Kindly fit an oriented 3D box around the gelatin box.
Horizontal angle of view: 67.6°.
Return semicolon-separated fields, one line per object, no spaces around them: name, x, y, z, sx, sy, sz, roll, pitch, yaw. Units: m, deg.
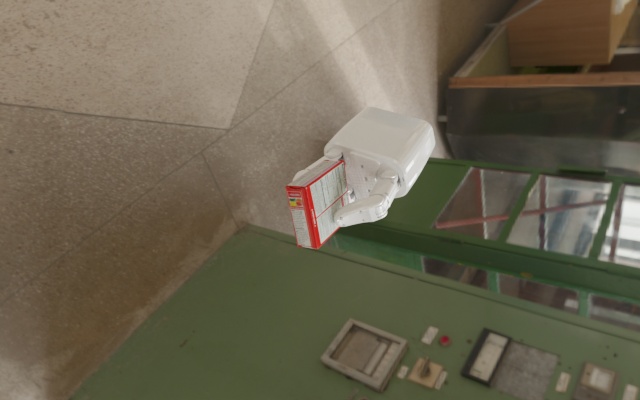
gelatin box;0.000;0.002;0.540;0.030;0.073;0.089;4;26;30
